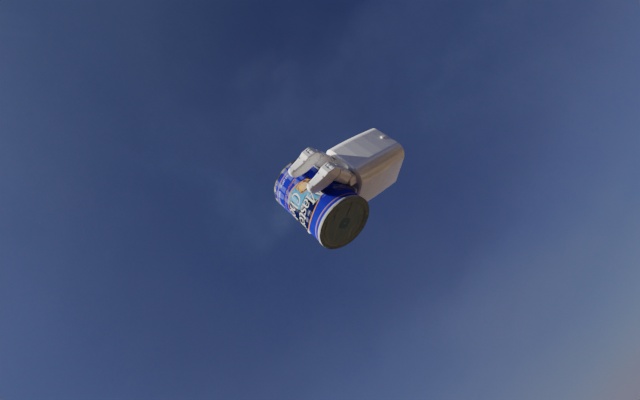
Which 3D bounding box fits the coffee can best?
[{"bbox_3d":[0.000,0.003,0.822,0.103,0.103,0.140,0,31,-43],"label":"coffee can"}]
